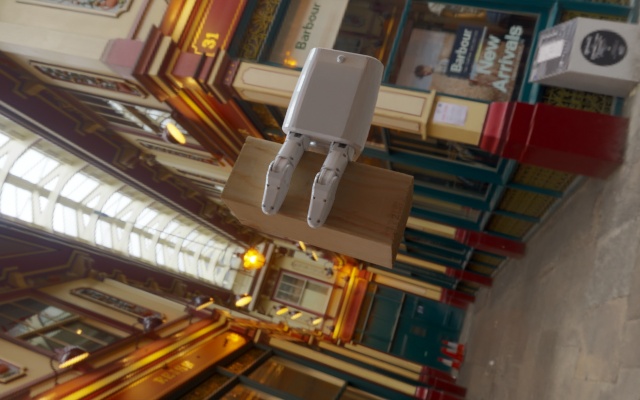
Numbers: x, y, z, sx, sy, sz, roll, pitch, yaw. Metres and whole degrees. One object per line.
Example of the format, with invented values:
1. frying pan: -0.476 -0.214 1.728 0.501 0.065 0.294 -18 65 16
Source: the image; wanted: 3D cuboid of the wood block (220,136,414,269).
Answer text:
1. wood block: 0.000 0.002 0.579 0.206 0.090 0.091 15 -20 16
